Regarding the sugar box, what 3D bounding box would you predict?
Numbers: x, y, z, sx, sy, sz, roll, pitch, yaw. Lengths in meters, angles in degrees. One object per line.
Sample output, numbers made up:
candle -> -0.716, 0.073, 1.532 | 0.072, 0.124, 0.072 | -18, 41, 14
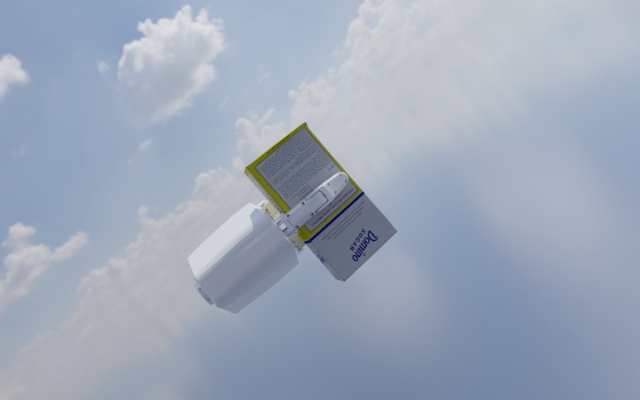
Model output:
sugar box -> 0.000, 0.002, 0.578 | 0.093, 0.176, 0.048 | -41, 5, -14
